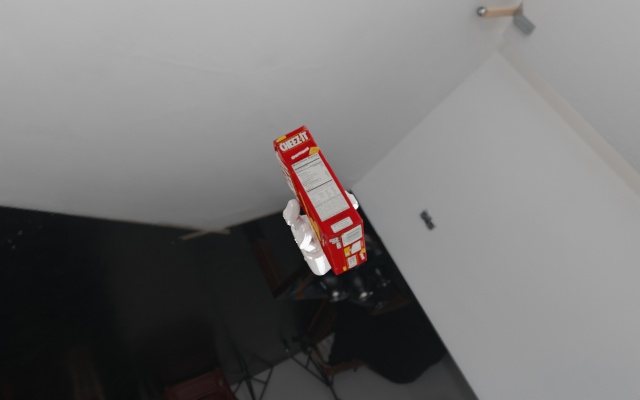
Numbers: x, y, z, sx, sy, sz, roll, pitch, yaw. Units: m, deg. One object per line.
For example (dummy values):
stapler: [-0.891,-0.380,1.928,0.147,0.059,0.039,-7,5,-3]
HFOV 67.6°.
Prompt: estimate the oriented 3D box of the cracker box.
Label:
cracker box: [0.000,0.003,0.834,0.072,0.213,0.164,-26,-28,-6]
